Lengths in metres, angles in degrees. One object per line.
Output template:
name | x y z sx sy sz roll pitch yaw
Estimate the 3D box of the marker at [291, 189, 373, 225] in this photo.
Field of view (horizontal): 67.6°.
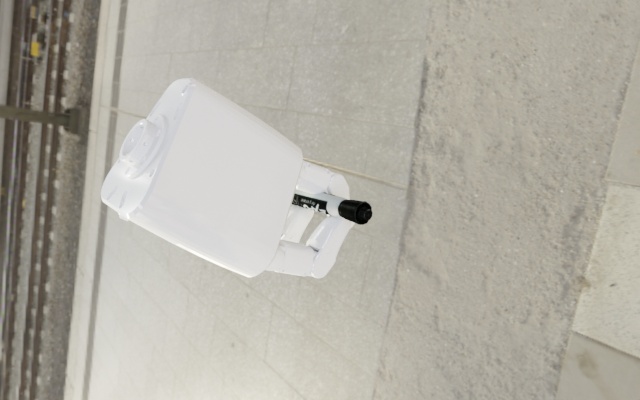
marker | 0.000 0.001 0.416 0.020 0.020 0.121 0 9 -38
